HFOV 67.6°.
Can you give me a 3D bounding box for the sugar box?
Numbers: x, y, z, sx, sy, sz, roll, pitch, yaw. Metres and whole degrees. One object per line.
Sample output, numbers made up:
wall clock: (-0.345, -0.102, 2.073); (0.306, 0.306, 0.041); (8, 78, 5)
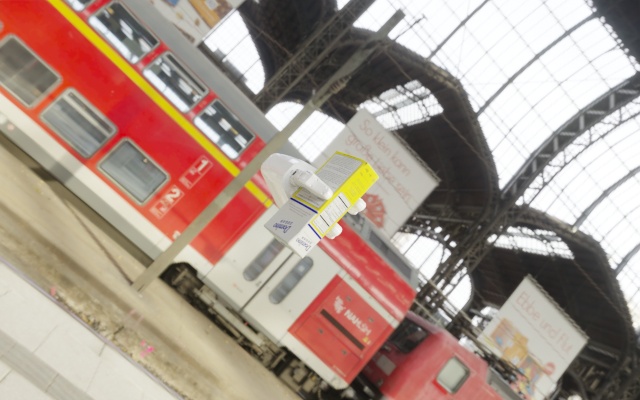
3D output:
sugar box: (0.000, 0.003, 0.752); (0.048, 0.176, 0.093); (48, -11, -32)
